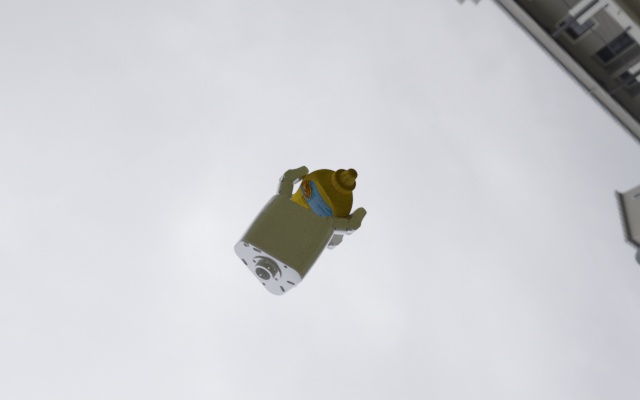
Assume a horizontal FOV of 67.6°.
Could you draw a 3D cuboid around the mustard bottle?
[{"bbox_3d":[0.000,0.003,0.791,0.058,0.096,0.192,-23,-13,-42],"label":"mustard bottle"}]
